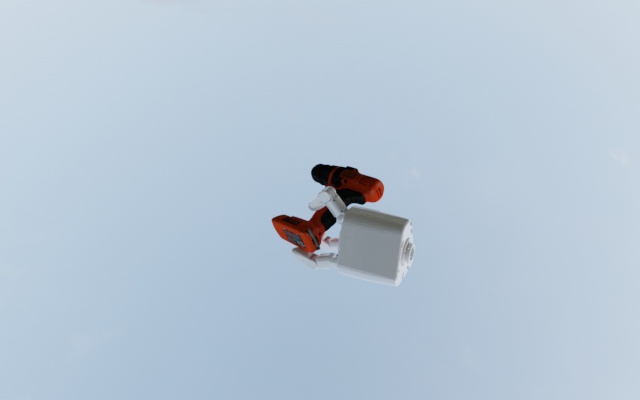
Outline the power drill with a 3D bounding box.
[{"bbox_3d":[0.000,0.003,0.894,0.187,0.057,0.184,-43,37,-23],"label":"power drill"}]
